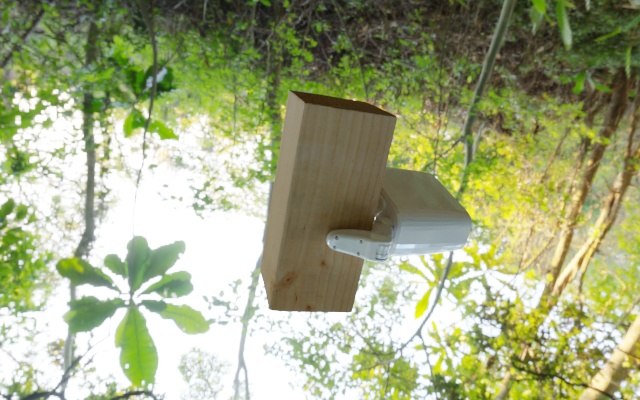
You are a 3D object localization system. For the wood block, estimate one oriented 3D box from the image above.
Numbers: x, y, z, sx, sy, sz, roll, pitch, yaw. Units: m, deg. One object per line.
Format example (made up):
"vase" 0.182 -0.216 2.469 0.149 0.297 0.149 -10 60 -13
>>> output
"wood block" 0.001 0.002 0.489 0.090 0.206 0.090 5 18 -16
